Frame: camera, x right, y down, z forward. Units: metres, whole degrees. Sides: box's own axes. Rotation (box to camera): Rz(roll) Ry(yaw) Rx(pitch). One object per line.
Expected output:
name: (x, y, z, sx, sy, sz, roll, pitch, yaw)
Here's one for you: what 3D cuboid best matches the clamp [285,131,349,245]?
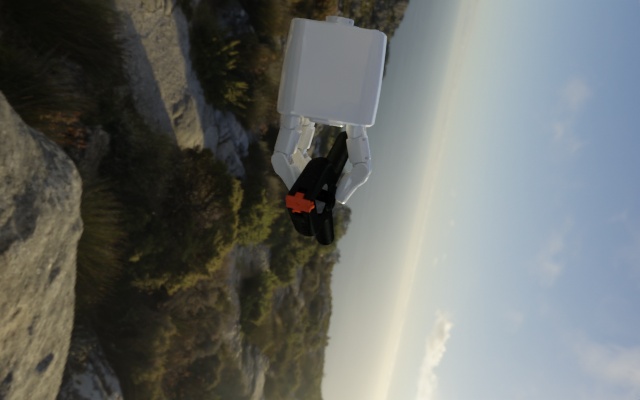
clamp: (0.001, 0.002, 0.596, 0.036, 0.164, 0.210, 13, 16, 12)
